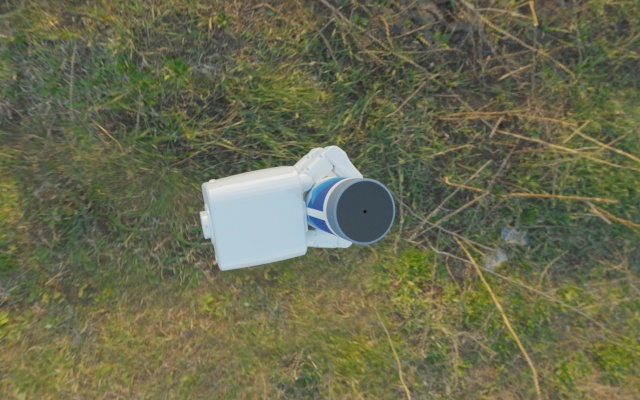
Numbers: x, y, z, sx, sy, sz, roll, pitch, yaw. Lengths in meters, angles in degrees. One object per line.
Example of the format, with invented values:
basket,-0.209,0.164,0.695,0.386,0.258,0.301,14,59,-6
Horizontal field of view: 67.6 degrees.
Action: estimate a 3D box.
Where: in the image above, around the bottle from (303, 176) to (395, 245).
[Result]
bottle,0.000,0.002,0.614,0.069,0.069,0.295,0,4,-18
